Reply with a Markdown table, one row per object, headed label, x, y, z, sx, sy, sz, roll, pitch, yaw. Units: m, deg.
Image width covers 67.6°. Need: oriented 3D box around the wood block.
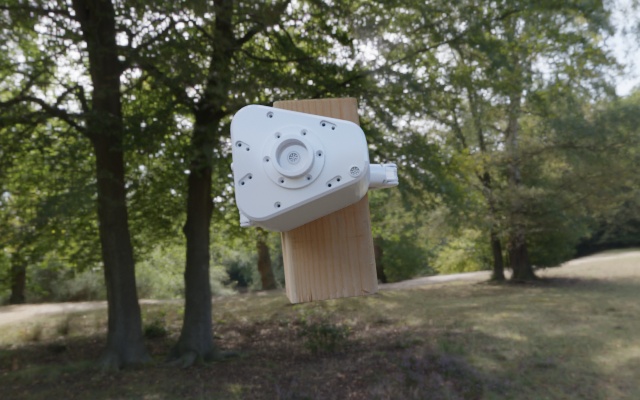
| label | x | y | z | sx | sy | sz | roll | pitch | yaw |
| --- | --- | --- | --- | --- | --- | --- | --- | --- | --- |
| wood block | 0.000 | 0.002 | 0.527 | 0.091 | 0.206 | 0.090 | -5 | -6 | -8 |
